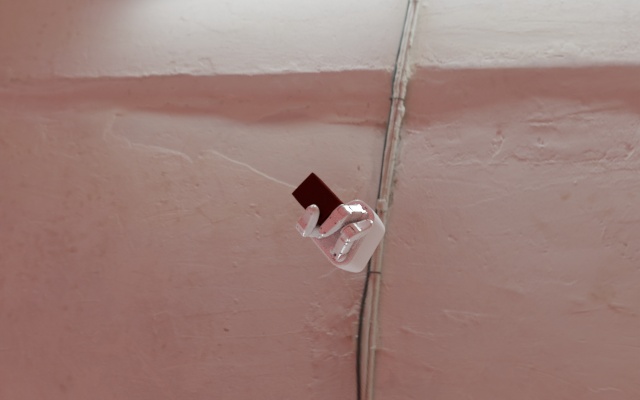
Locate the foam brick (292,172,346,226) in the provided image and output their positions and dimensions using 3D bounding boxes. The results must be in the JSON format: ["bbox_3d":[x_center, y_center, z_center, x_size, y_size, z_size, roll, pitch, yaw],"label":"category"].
[{"bbox_3d":[0.000,0.002,0.799,0.078,0.053,0.051,48,5,25],"label":"foam brick"}]
